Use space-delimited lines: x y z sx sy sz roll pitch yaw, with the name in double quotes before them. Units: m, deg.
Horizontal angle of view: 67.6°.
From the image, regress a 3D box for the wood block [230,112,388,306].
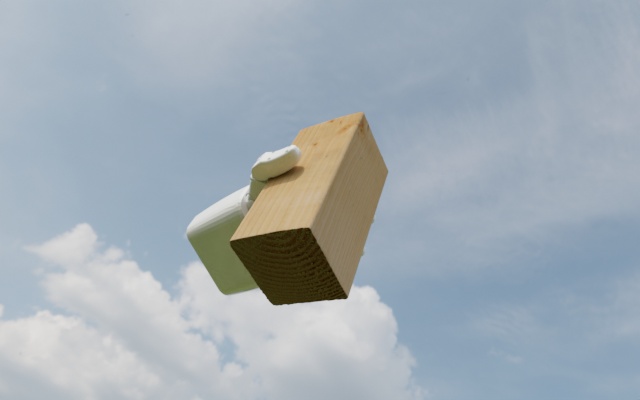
"wood block" 0.000 0.001 0.511 0.090 0.091 0.206 -12 33 28
